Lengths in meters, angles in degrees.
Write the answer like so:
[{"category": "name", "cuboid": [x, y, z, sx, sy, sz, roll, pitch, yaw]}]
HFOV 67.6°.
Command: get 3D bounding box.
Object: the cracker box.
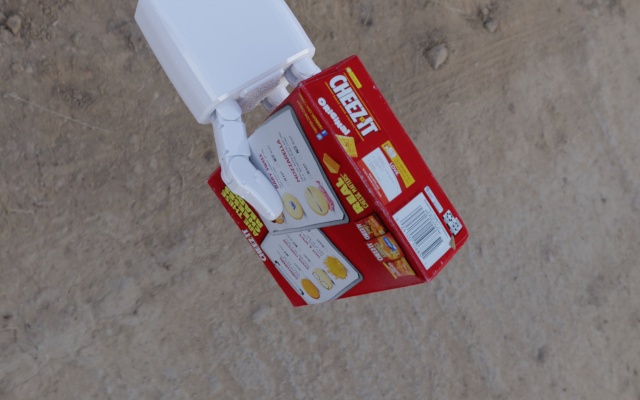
[{"category": "cracker box", "cuboid": [0.000, 0.001, 0.424, 0.072, 0.164, 0.214, -36, 4, -33]}]
